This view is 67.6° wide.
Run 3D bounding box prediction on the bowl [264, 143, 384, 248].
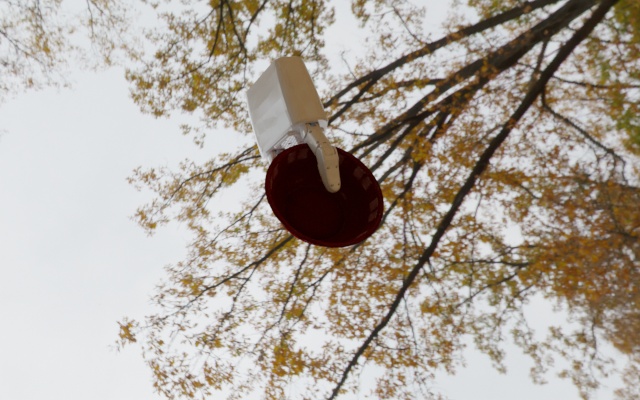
[{"bbox_3d":[0.000,0.003,0.635,0.162,0.162,0.055,0,-33,-20],"label":"bowl"}]
